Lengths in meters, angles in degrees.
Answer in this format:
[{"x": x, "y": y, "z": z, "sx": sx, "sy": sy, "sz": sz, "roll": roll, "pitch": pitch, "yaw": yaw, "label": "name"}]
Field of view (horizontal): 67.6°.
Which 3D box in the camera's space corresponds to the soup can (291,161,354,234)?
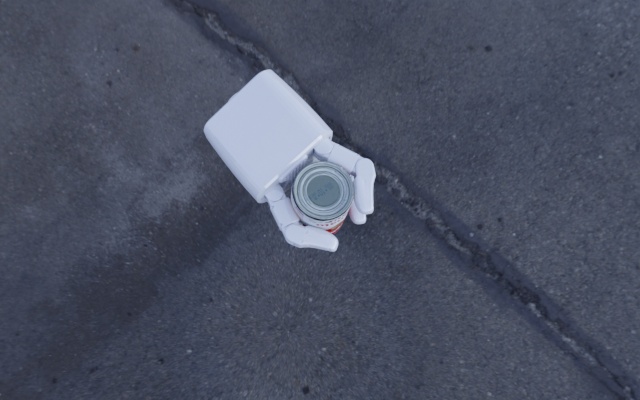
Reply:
[{"x": 0.000, "y": 0.002, "z": 0.550, "sx": 0.068, "sy": 0.068, "sz": 0.102, "roll": 0, "pitch": -15, "yaw": -4, "label": "soup can"}]
